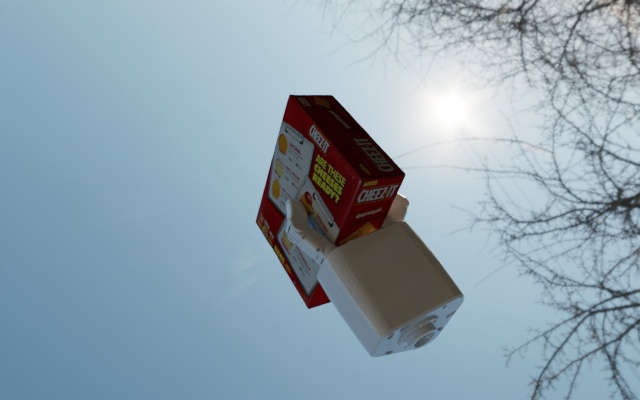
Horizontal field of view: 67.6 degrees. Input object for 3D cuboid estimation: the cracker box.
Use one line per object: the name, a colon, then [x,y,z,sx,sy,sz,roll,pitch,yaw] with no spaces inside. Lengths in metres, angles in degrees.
cracker box: [0.000,0.002,0.595,0.072,0.214,0.164,-9,47,-33]
